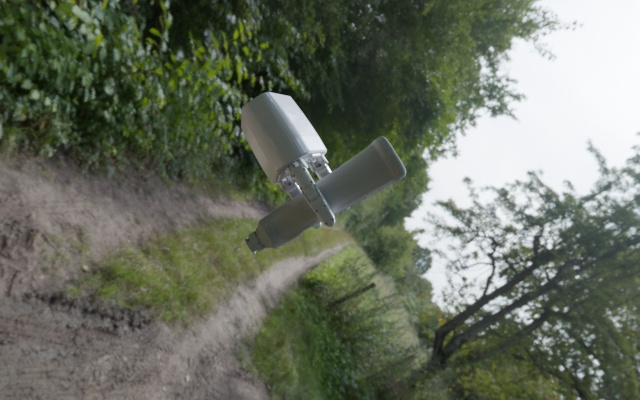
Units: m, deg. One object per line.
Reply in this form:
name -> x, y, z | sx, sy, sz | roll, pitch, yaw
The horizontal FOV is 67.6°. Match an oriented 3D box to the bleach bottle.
bleach bottle -> 0.000, 0.002, 0.702 | 0.251, 0.068, 0.102 | -32, -3, 3
